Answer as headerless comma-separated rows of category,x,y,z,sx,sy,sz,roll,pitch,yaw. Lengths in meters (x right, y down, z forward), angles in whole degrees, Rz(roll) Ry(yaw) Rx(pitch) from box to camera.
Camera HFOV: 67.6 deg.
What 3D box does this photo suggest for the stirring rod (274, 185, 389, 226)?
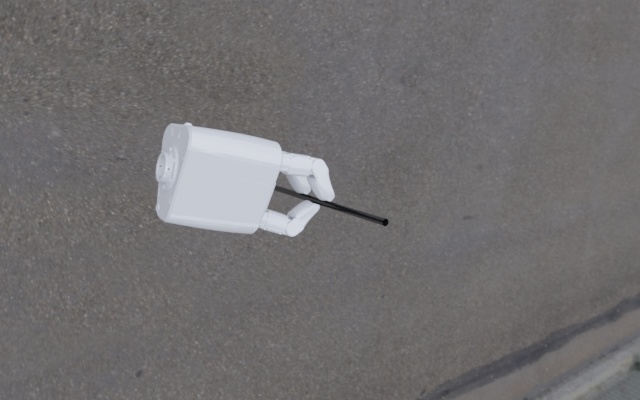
stirring rod,0.000,0.002,0.587,0.011,0.011,0.239,0,10,-34
